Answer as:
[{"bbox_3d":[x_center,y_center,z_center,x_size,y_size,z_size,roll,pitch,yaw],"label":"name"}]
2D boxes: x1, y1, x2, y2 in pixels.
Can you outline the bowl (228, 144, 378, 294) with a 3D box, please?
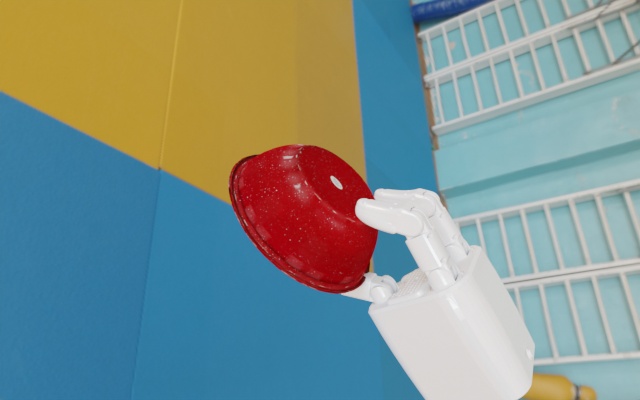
[{"bbox_3d":[-0.001,0.000,0.433,0.162,0.162,0.055,0,-39,-51],"label":"bowl"}]
